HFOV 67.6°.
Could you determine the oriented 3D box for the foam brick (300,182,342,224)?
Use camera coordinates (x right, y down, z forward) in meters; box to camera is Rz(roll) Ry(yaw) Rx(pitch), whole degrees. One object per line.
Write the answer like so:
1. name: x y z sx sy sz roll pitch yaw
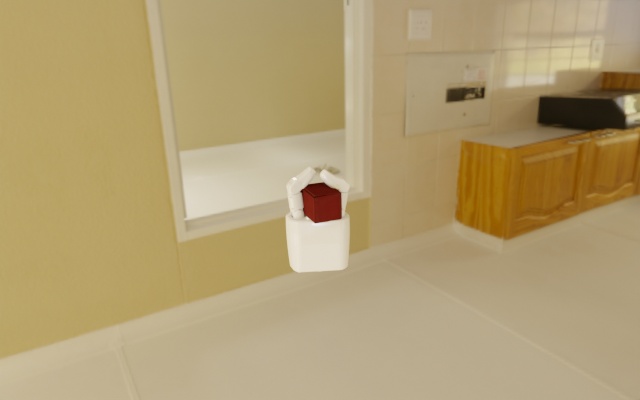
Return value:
1. foam brick: 0.000 0.003 0.857 0.053 0.051 0.078 -8 19 -19
